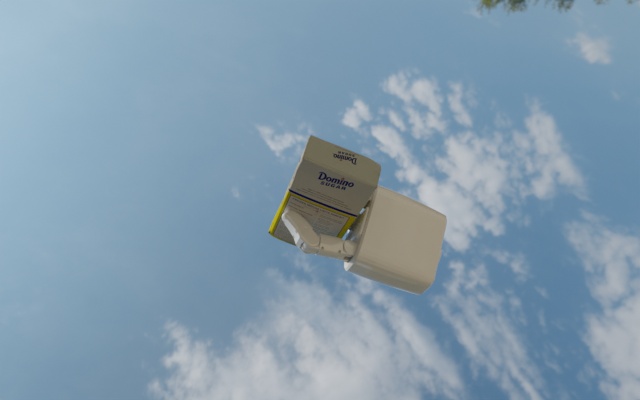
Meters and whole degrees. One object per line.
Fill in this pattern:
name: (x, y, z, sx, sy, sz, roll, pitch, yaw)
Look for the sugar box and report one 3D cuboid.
sugar box: (0.000, 0.002, 0.605, 0.093, 0.048, 0.176, 22, -40, -6)
